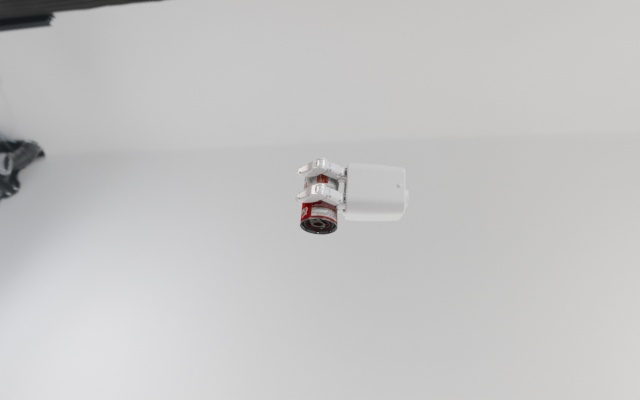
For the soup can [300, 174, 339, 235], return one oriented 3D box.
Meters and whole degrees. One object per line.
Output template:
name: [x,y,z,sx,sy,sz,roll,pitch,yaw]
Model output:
soup can: [0.000,0.003,0.879,0.068,0.102,0.068,3,-28,2]
